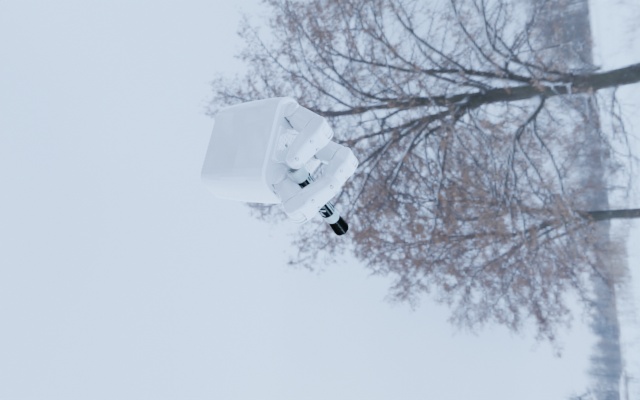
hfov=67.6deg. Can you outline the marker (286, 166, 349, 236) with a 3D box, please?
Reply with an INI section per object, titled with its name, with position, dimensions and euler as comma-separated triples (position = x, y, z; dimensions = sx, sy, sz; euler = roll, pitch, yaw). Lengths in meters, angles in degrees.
[marker]
position = 0.000, 0.002, 0.527
dimensions = 0.020, 0.020, 0.121
euler = 0, -36, 34
